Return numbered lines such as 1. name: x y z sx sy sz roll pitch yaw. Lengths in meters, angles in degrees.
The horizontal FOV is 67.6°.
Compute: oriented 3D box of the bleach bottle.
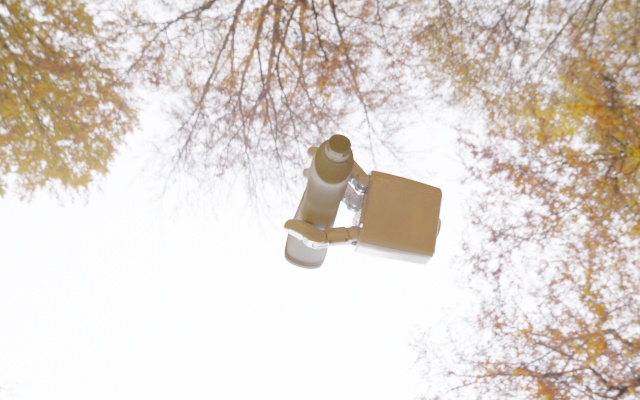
1. bleach bottle: 0.000 0.002 0.668 0.068 0.102 0.251 14 -32 -3
